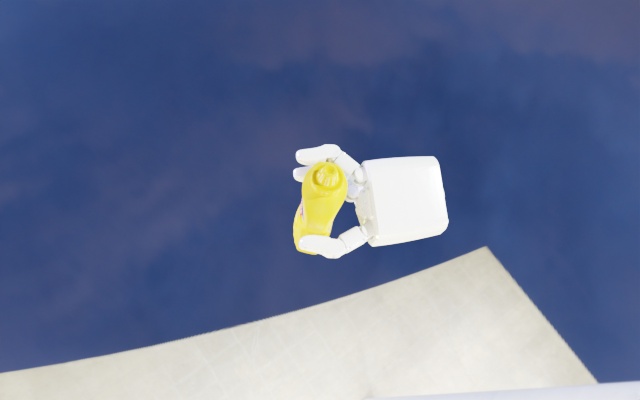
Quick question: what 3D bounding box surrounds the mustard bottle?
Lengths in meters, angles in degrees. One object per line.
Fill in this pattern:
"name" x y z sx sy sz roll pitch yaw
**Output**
"mustard bottle" 0.000 0.002 0.653 0.058 0.096 0.192 15 -24 -2
